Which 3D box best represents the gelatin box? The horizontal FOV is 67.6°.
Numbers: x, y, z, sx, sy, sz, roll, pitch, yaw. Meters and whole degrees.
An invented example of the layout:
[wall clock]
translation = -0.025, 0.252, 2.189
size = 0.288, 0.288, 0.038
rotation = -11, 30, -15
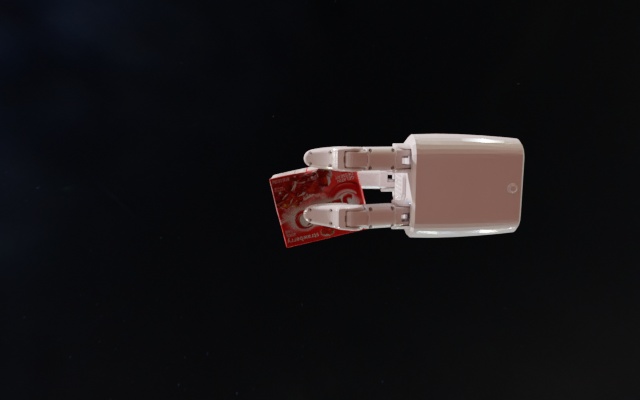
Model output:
[gelatin box]
translation = 0.000, 0.002, 0.487
size = 0.089, 0.073, 0.030
rotation = -13, 9, 5
